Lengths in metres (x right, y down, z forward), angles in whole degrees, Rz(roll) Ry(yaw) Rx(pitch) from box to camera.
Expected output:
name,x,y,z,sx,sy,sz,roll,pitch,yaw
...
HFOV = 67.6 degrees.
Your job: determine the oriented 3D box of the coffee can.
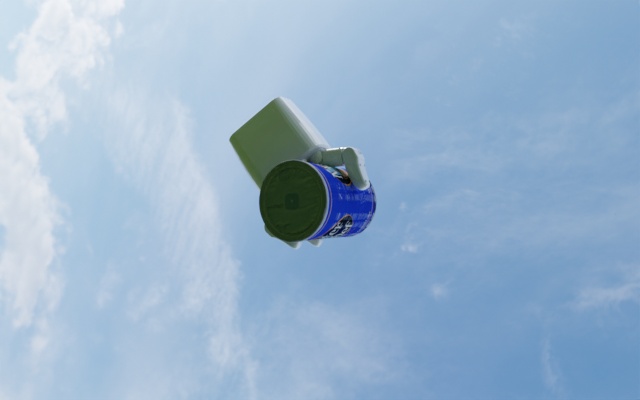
name,x,y,z,sx,sy,sz,roll,pitch,yaw
coffee can,0.000,0.002,0.648,0.103,0.103,0.140,0,-1,32
